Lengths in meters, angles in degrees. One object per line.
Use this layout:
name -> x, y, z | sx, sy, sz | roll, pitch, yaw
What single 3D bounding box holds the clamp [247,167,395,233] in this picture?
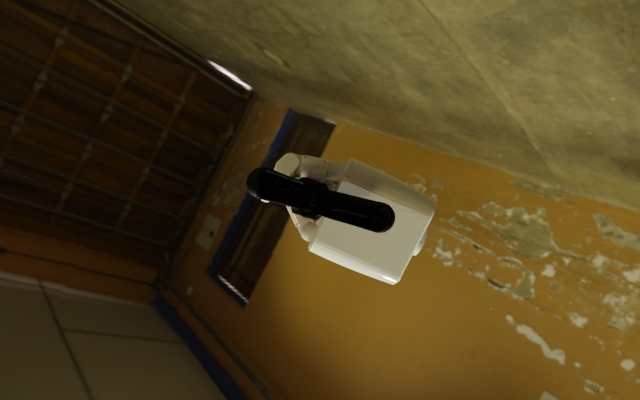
clamp -> 0.000, 0.002, 0.440 | 0.120, 0.039, 0.171 | 22, 1, -1
